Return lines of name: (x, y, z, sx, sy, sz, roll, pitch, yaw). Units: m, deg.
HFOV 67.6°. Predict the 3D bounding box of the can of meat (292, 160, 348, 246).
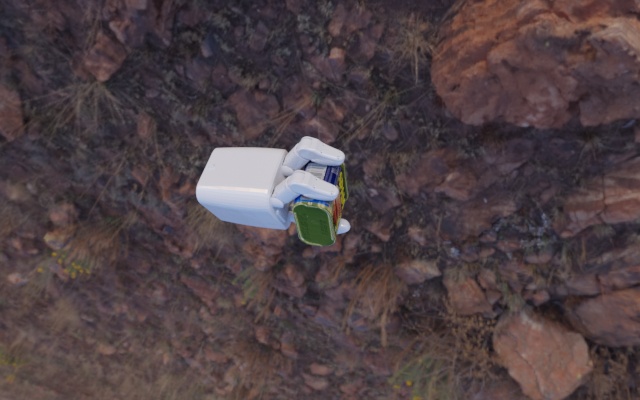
can of meat: (0.000, 0.002, 0.648, 0.057, 0.084, 0.102, 6, -36, 13)
